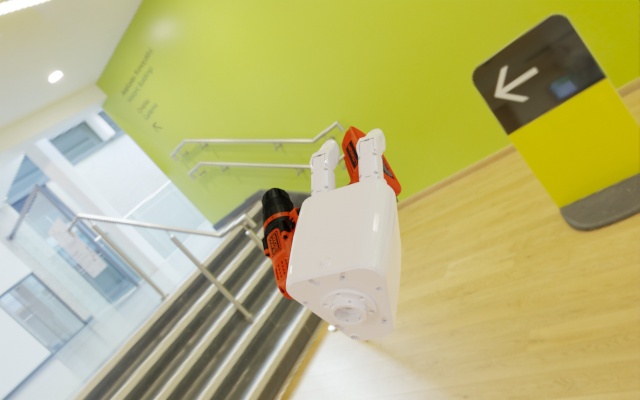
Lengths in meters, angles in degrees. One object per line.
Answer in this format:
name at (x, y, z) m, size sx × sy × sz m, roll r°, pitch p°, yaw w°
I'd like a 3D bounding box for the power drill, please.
power drill at (0.000, 0.002, 0.584) m, size 0.057 × 0.188 × 0.184 m, roll 27°, pitch 27°, yaw -35°
